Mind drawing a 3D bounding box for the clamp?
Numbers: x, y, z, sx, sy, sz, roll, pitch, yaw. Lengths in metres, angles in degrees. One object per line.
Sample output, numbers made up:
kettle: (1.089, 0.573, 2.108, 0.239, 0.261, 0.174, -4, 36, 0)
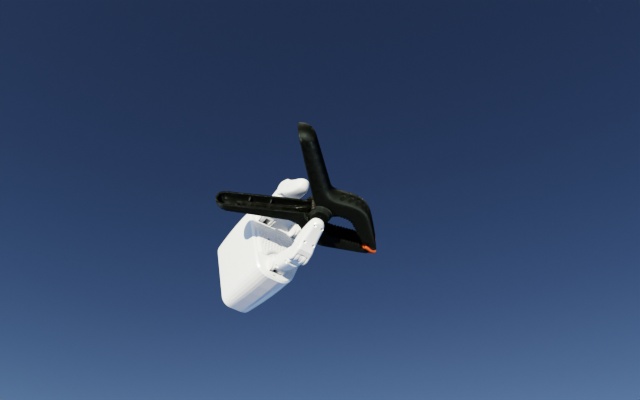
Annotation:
clamp: (0.000, 0.003, 0.582, 0.210, 0.036, 0.165, 29, -49, -23)
